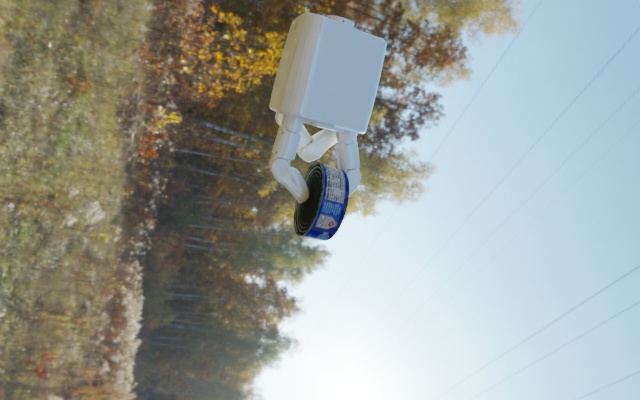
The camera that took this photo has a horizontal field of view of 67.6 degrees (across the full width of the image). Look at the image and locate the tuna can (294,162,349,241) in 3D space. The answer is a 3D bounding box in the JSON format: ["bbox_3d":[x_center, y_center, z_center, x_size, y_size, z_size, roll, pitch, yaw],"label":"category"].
[{"bbox_3d":[0.001,0.002,0.542,0.034,0.086,0.086,14,-5,-19],"label":"tuna can"}]
